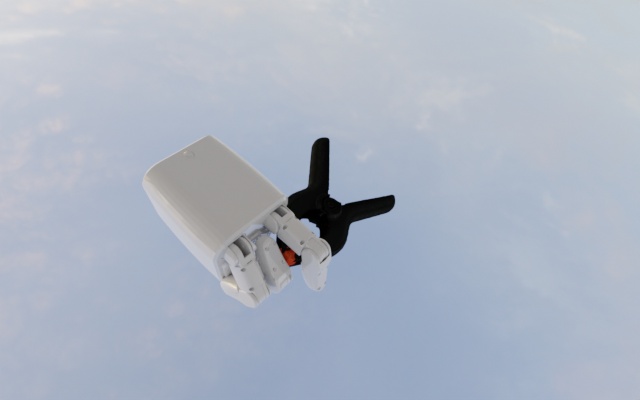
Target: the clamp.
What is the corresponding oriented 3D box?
[{"bbox_3d":[0.000,0.002,0.524,0.171,0.120,0.039,-38,-12,-41],"label":"clamp"}]
